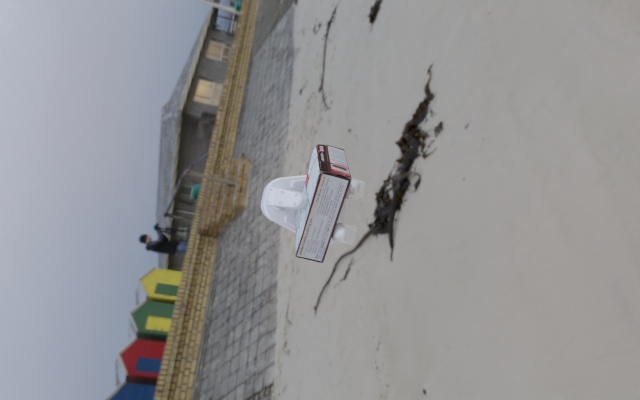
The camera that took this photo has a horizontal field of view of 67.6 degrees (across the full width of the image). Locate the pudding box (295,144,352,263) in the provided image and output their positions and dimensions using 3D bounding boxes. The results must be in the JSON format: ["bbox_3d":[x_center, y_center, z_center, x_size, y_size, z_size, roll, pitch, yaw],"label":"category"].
[{"bbox_3d":[0.000,0.002,0.559,0.039,0.113,0.090,11,25,-9],"label":"pudding box"}]
